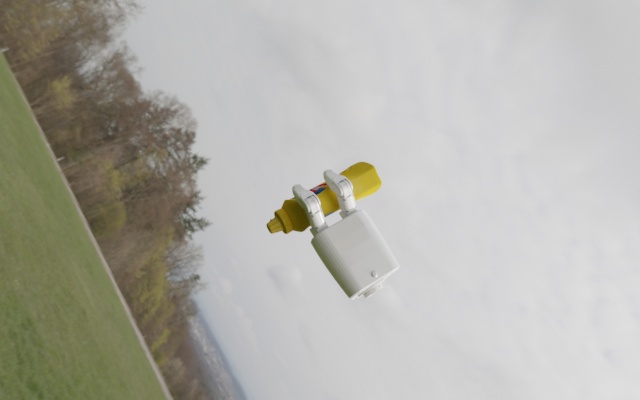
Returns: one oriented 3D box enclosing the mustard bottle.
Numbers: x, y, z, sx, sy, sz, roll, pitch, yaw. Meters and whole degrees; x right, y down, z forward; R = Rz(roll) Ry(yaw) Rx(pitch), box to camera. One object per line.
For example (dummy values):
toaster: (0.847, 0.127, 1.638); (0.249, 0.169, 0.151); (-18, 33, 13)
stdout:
mustard bottle: (0.000, 0.002, 0.772); (0.191, 0.058, 0.096); (-28, 9, -18)
